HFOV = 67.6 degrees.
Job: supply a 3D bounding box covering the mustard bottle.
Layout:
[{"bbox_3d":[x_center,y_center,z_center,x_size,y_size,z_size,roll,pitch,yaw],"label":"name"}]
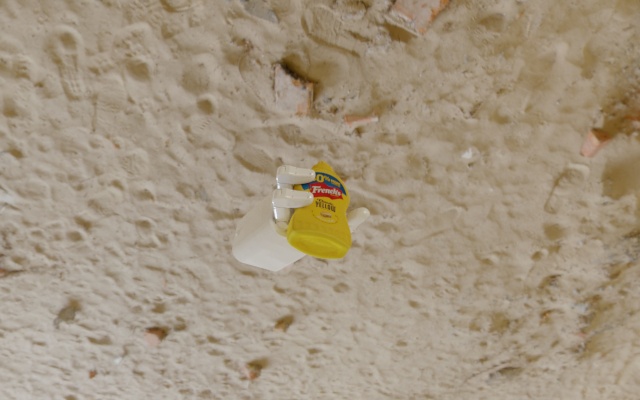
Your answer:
[{"bbox_3d":[0.000,0.002,0.772,0.096,0.191,0.058,16,-48,-13],"label":"mustard bottle"}]
